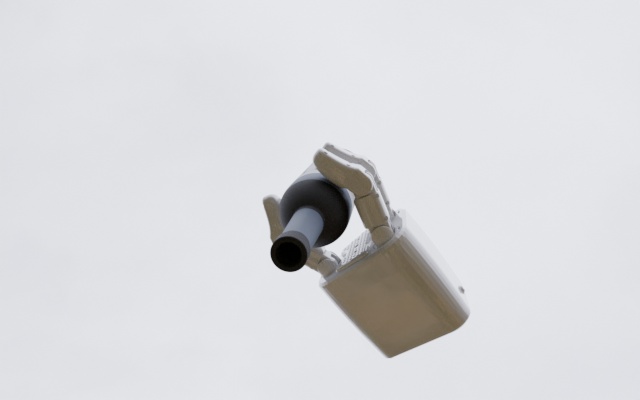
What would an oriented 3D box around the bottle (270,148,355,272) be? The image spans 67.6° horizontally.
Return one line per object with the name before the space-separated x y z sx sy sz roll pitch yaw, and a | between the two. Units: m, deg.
bottle | 0.000 0.001 0.476 0.069 0.069 0.295 0 14 9
